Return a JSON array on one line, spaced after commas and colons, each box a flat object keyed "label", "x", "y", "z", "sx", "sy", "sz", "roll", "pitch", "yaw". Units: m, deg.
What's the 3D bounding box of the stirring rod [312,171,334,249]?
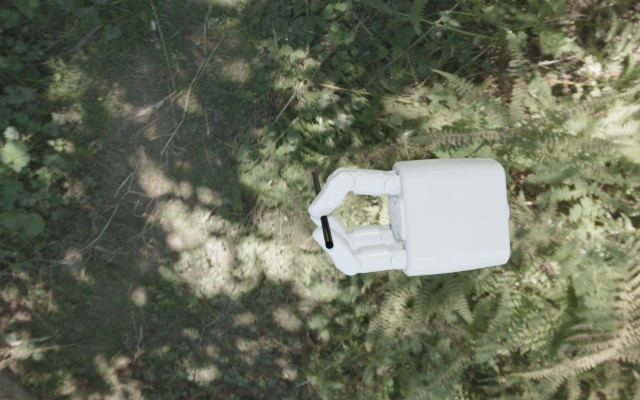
[{"label": "stirring rod", "x": 0.000, "y": 0.002, "z": 0.541, "sx": 0.011, "sy": 0.011, "sz": 0.239, "roll": 0, "pitch": 19, "yaw": -4}]
